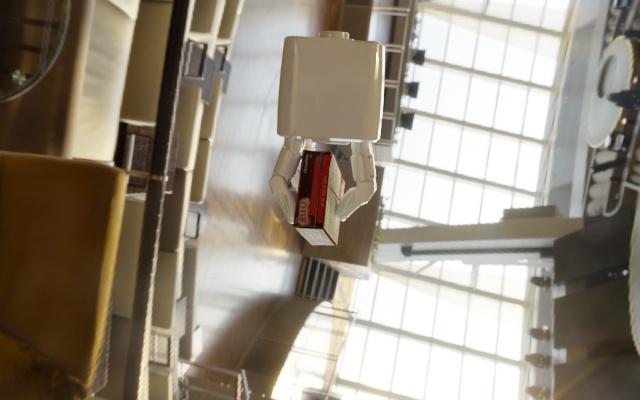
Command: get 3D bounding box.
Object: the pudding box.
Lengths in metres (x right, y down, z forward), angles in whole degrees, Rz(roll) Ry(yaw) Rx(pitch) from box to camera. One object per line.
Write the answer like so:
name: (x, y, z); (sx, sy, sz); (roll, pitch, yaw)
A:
pudding box: (0.000, 0.002, 0.563); (0.039, 0.090, 0.113); (4, -15, 13)
